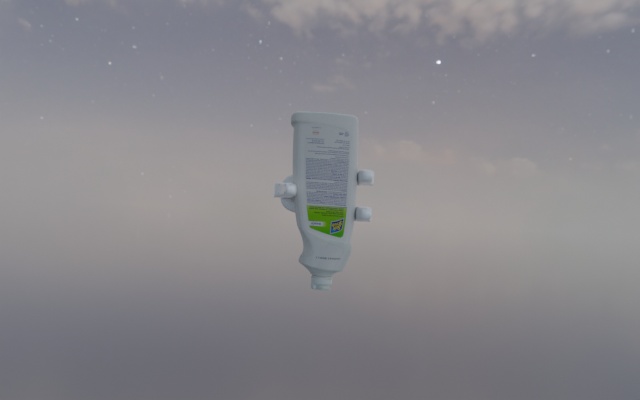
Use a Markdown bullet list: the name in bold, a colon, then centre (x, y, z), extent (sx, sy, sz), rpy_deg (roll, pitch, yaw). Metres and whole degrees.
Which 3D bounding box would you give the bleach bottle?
- **bleach bottle**: centre (0.000, 0.002, 0.695), extent (0.102, 0.251, 0.068), rpy_deg (4, -2, 0)
